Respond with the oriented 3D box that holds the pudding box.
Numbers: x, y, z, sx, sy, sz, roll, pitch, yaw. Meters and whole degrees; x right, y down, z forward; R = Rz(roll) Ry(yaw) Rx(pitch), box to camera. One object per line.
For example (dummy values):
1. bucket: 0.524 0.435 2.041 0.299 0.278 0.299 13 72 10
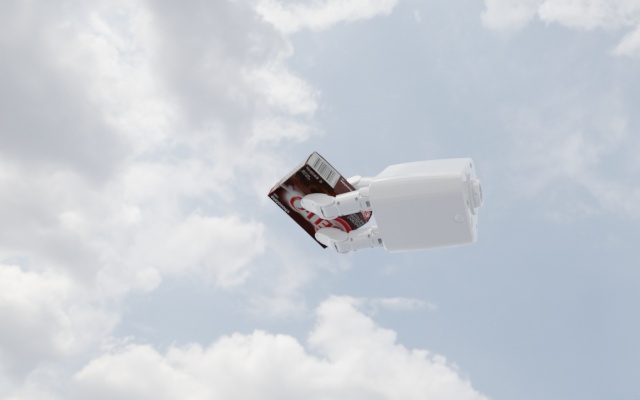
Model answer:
1. pudding box: 0.000 0.002 0.632 0.090 0.113 0.039 -36 13 39
